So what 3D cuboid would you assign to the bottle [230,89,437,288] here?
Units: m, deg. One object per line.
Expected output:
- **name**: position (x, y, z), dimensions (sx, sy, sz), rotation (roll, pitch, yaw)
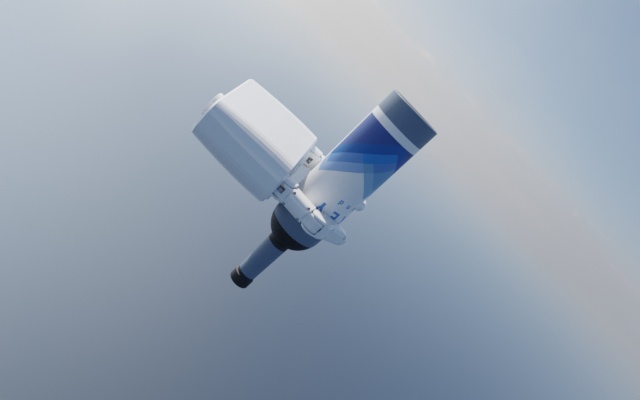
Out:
- **bottle**: position (0.000, 0.002, 0.552), dimensions (0.296, 0.069, 0.069), rotation (-44, -15, 17)
